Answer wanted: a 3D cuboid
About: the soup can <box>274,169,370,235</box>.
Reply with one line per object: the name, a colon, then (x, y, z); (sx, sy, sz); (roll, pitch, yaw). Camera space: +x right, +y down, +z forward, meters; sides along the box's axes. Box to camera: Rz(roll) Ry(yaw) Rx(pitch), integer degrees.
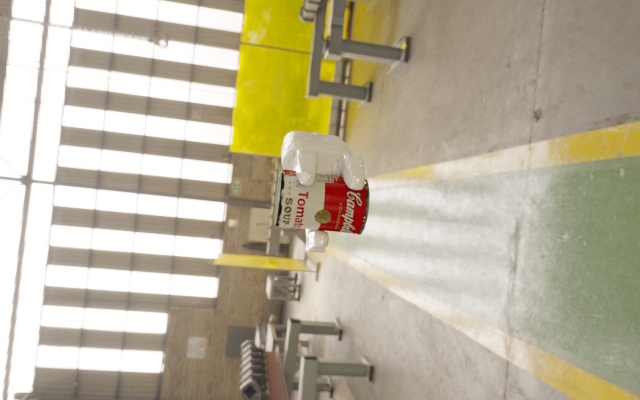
soup can: (0.000, 0.002, 0.561); (0.102, 0.068, 0.068); (6, -1, -9)
